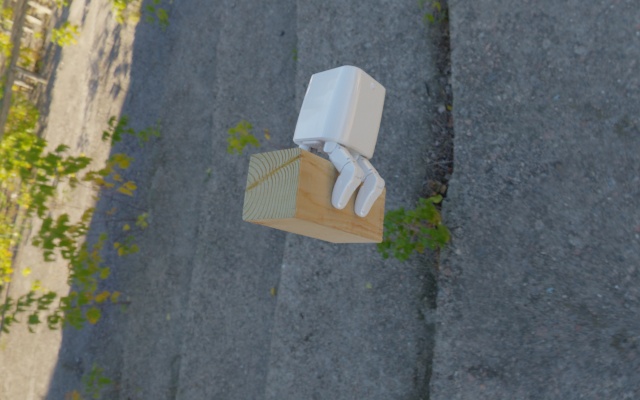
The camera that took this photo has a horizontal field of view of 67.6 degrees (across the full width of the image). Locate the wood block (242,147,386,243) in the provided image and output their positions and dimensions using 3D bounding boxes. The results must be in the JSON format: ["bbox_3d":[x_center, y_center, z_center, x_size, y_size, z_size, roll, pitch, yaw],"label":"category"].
[{"bbox_3d":[0.000,0.002,0.671,0.091,0.090,0.206,-3,-14,37],"label":"wood block"}]
